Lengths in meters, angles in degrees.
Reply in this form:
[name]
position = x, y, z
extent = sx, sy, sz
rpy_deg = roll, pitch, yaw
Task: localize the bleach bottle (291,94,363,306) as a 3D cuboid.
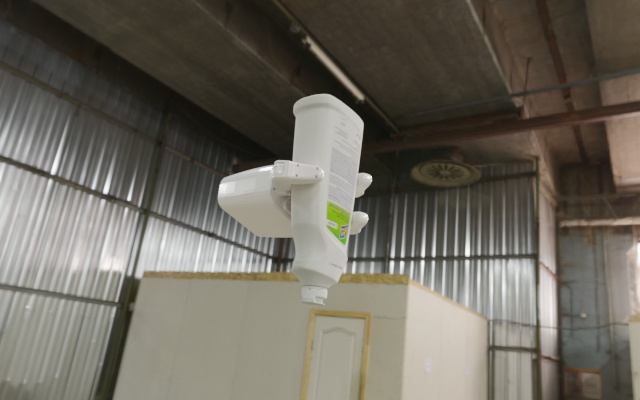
[bleach bottle]
position = 0.000, 0.002, 0.600
extent = 0.068, 0.250, 0.102
rpy_deg = -7, -21, 37
